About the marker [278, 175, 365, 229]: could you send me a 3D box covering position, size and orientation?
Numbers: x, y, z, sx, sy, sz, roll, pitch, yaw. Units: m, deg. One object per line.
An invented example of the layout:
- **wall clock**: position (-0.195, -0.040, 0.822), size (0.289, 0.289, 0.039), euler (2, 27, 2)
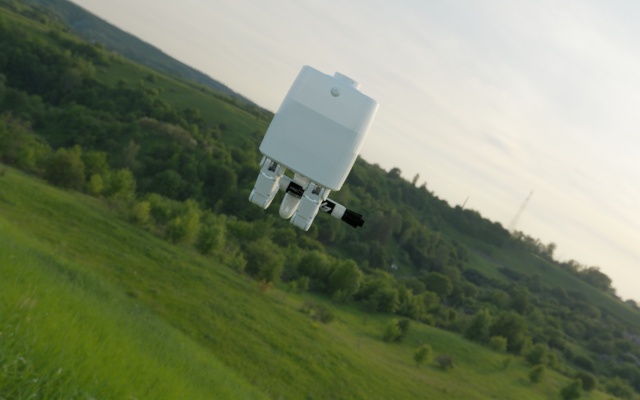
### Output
- **marker**: position (0.000, 0.002, 0.601), size (0.121, 0.020, 0.020), euler (27, 1, 1)
